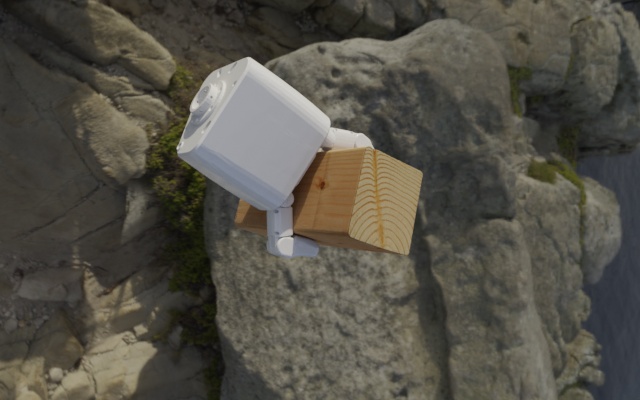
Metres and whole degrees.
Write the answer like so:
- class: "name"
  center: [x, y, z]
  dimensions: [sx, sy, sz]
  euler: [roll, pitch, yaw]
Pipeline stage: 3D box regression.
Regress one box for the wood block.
- class: "wood block"
  center: [0.000, 0.002, 0.542]
  dimensions: [0.090, 0.091, 0.206]
  euler: [20, -12, -38]
